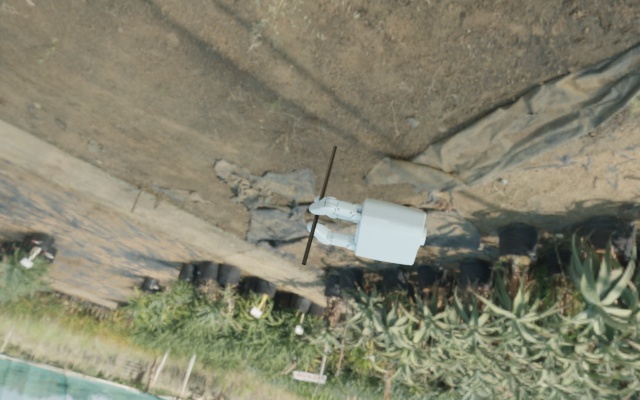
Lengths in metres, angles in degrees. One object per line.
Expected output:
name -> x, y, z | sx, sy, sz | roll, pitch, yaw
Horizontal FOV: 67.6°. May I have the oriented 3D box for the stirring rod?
stirring rod -> 0.000, 0.003, 0.856 | 0.011, 0.239, 0.011 | 12, -26, 6
